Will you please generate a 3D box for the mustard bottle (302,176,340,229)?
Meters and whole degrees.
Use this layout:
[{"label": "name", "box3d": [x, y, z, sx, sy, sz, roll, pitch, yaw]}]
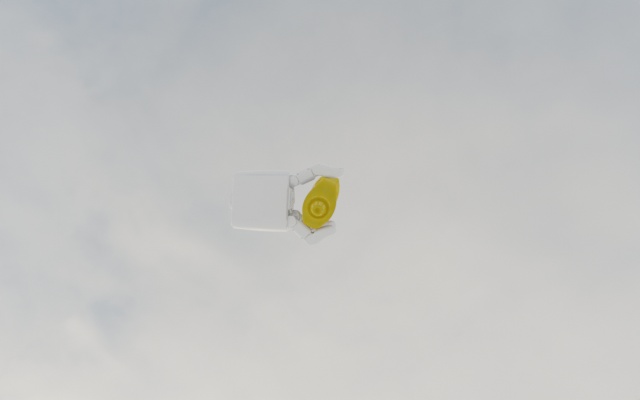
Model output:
[{"label": "mustard bottle", "box3d": [0.000, 0.003, 0.899, 0.058, 0.096, 0.191, 26, 8, 0]}]
